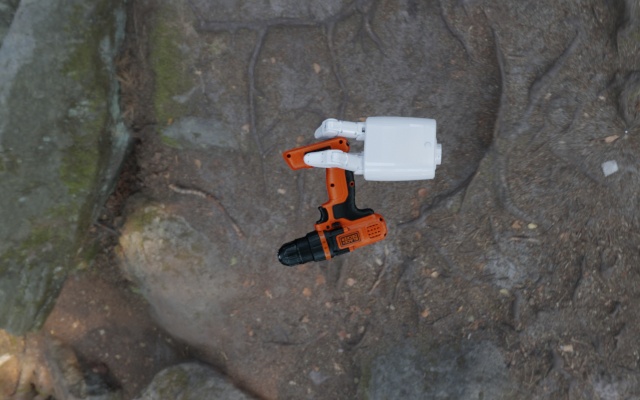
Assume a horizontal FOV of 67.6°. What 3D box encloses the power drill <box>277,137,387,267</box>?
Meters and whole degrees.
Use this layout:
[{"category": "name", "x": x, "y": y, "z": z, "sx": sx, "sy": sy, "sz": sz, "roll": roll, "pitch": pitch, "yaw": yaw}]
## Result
[{"category": "power drill", "x": 0.000, "y": 0.002, "z": 0.768, "sx": 0.184, "sy": 0.188, "sz": 0.057, "roll": -17, "pitch": 10, "yaw": -6}]
